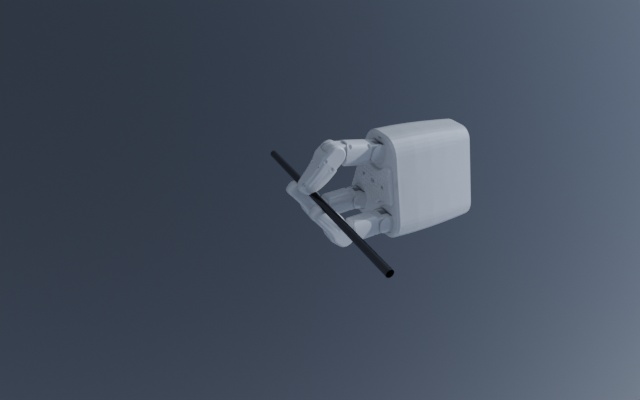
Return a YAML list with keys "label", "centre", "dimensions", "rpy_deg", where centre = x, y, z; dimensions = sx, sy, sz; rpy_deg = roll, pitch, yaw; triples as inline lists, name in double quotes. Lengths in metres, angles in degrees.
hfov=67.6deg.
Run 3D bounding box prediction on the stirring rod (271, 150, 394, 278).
- label: "stirring rod"
  centre: [0.000, 0.001, 0.467]
  dimensions: [0.011, 0.011, 0.239]
  rpy_deg: [0, 28, -31]
